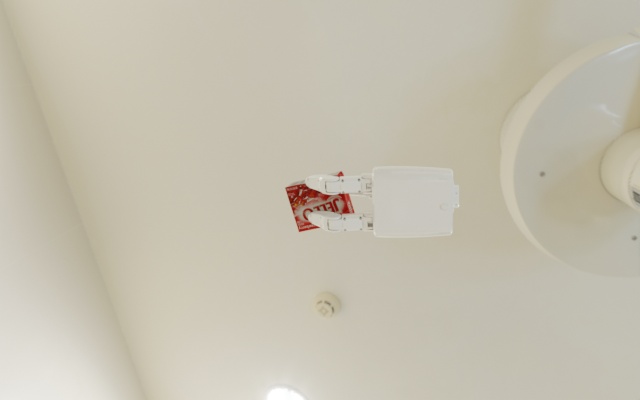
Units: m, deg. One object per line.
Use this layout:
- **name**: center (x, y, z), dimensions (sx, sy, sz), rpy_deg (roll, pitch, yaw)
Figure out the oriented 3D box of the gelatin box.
- **gelatin box**: center (0.000, 0.002, 0.712), dimensions (0.089, 0.073, 0.030), rpy_deg (-12, 14, 20)
